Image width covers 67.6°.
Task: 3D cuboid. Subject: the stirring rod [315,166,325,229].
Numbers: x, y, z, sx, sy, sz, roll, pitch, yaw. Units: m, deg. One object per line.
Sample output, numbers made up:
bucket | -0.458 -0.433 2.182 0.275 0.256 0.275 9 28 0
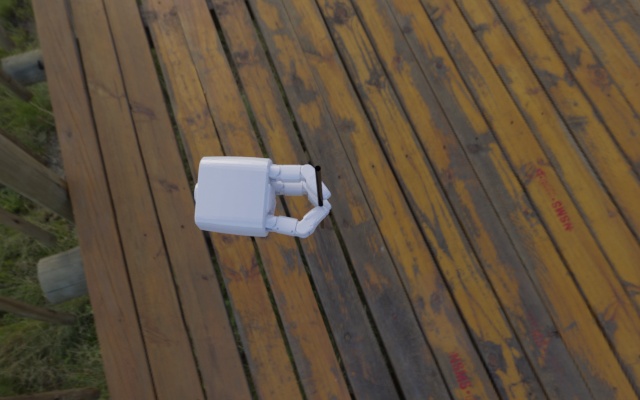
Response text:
stirring rod | 0.000 0.002 0.708 0.011 0.011 0.240 0 -21 2
